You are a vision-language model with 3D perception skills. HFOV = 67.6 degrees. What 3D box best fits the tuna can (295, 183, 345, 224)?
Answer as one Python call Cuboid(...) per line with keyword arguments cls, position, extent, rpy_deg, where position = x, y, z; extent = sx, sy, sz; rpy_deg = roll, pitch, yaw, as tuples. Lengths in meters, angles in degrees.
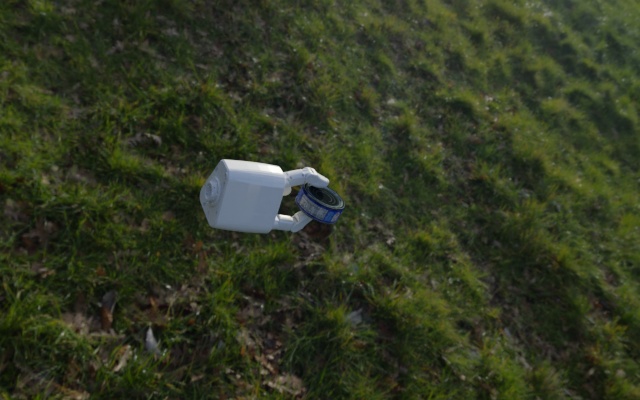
Cuboid(cls="tuna can", position=(0.000, 0.002, 0.855), extent=(0.086, 0.034, 0.086), rpy_deg=(25, 25, -12))
